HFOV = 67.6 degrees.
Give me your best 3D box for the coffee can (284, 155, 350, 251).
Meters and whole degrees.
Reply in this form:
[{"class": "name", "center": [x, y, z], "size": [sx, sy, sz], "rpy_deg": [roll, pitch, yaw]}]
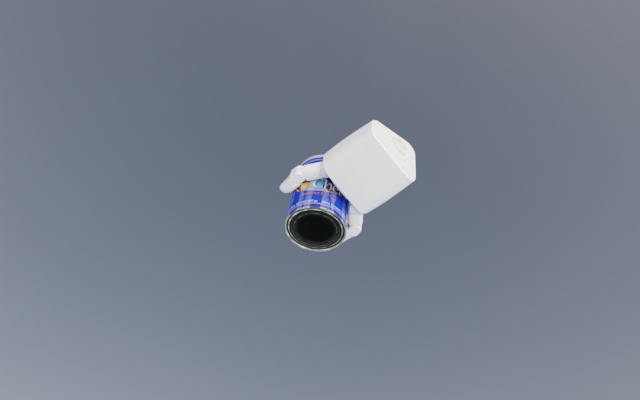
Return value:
[{"class": "coffee can", "center": [0.000, 0.003, 0.828], "size": [0.103, 0.103, 0.140], "rpy_deg": [0, 42, 10]}]
